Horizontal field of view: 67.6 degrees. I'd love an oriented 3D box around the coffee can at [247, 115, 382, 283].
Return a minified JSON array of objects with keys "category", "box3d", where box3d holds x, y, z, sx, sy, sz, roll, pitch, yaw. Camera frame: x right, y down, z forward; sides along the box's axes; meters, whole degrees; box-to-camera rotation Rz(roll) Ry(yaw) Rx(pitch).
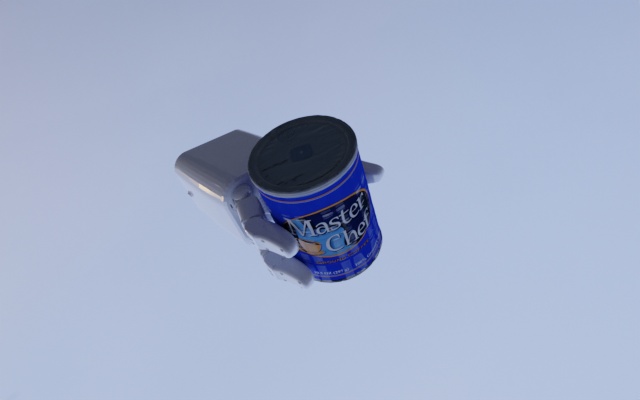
[{"category":"coffee can","box3d":[0.000,0.001,0.478,0.103,0.102,0.140,0,-41,20]}]
